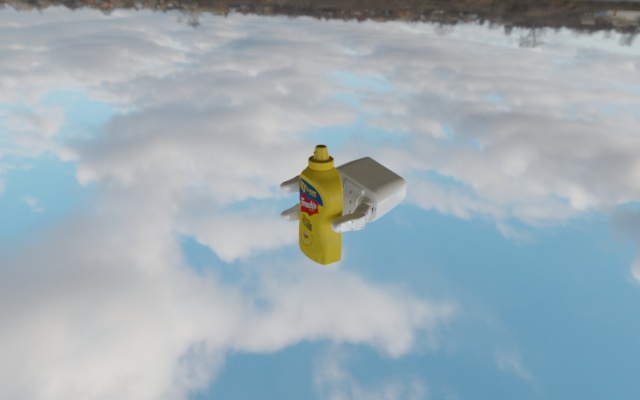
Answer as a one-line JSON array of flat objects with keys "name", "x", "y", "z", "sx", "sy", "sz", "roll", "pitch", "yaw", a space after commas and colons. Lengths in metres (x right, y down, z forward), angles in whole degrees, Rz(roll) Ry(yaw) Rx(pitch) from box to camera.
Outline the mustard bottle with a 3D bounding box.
[{"name": "mustard bottle", "x": 0.000, "y": 0.003, "z": 0.776, "sx": 0.058, "sy": 0.192, "sz": 0.096, "roll": -11, "pitch": 28, "yaw": -26}]
